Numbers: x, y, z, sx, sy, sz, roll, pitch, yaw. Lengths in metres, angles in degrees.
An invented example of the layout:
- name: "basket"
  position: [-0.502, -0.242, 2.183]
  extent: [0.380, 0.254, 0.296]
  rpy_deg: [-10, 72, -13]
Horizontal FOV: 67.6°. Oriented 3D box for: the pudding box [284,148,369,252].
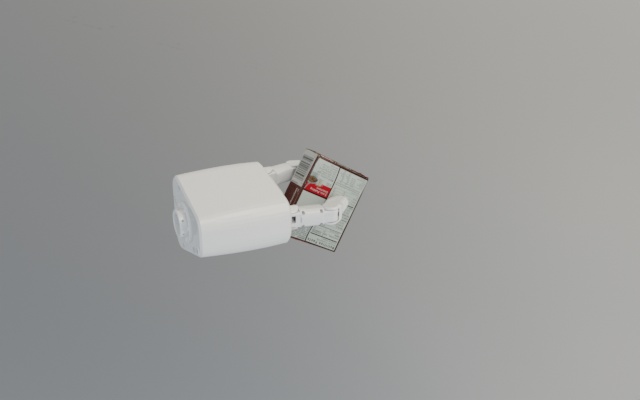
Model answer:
- name: "pudding box"
  position: [0.000, 0.002, 0.622]
  extent: [0.090, 0.113, 0.039]
  rpy_deg: [23, 7, -34]
